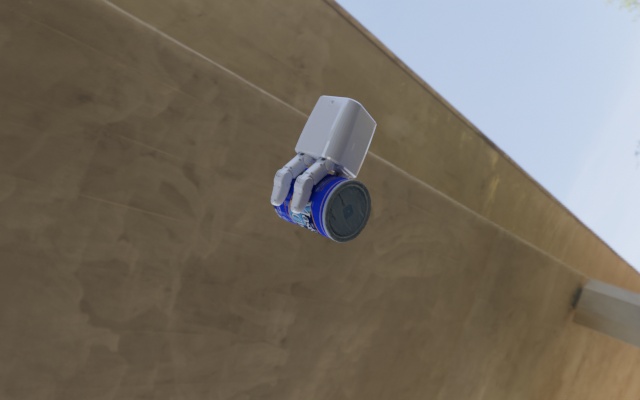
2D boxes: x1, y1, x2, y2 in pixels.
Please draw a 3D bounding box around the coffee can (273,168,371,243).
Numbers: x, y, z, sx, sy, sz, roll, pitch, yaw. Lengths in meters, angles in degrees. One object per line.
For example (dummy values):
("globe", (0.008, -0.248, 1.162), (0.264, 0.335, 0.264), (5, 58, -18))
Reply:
("coffee can", (0.000, 0.003, 0.808), (0.103, 0.103, 0.140), (0, 13, -42))
